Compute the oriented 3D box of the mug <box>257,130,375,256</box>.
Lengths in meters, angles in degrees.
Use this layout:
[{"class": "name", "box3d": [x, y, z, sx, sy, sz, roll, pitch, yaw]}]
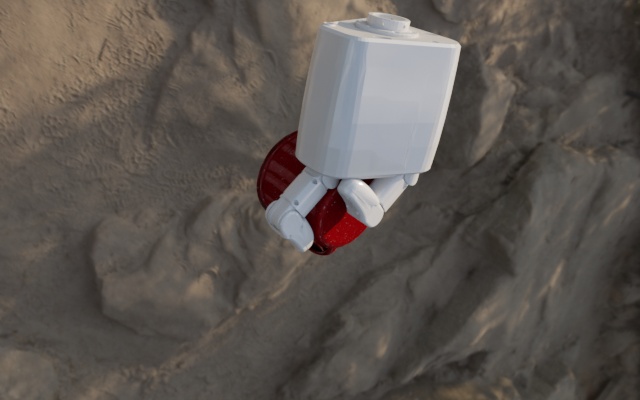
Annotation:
[{"class": "mug", "box3d": [0.000, 0.003, 0.451, 0.093, 0.117, 0.081, -19, 40, -38]}]
